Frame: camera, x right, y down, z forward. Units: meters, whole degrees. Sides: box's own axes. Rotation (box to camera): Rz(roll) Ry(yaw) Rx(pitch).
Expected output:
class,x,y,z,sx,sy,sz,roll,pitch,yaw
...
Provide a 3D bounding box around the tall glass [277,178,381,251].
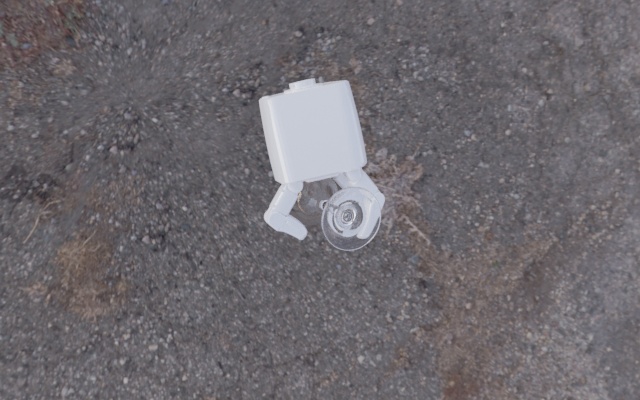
class,x,y,z,sx,sy,sz,roll,pitch,yaw
tall glass,0.000,0.002,0.630,0.079,0.079,0.201,0,11,-21
